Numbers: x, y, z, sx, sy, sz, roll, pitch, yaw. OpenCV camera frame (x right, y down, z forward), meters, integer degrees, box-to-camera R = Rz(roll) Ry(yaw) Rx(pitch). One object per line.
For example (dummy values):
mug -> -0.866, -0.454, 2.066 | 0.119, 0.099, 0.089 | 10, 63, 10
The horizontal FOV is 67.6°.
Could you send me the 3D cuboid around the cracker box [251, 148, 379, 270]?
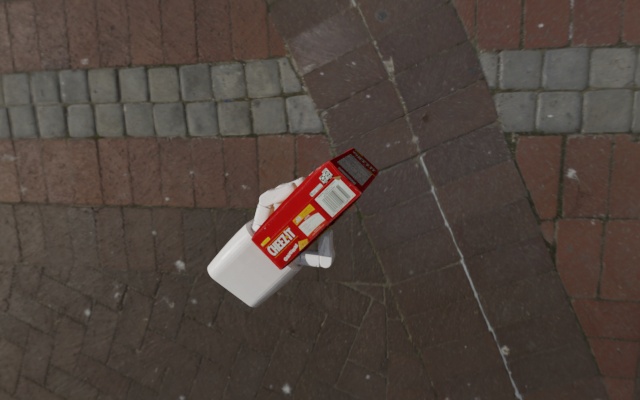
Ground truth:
cracker box -> 0.000, 0.003, 0.744 | 0.164, 0.072, 0.213 | -45, -1, 17
